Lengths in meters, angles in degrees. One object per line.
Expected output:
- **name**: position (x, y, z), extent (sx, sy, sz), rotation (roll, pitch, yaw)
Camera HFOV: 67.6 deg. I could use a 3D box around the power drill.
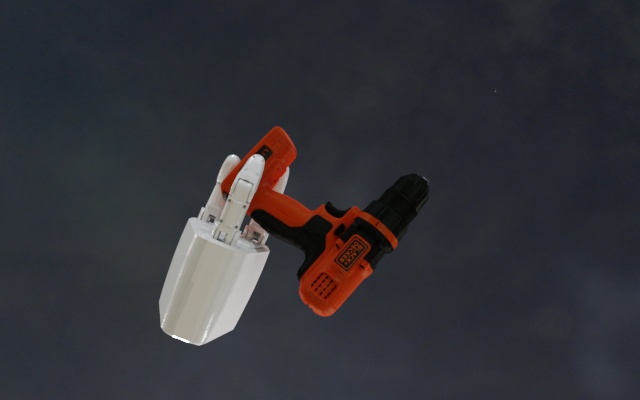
- **power drill**: position (0.000, 0.002, 0.522), extent (0.187, 0.184, 0.057), rotation (39, -13, 18)
